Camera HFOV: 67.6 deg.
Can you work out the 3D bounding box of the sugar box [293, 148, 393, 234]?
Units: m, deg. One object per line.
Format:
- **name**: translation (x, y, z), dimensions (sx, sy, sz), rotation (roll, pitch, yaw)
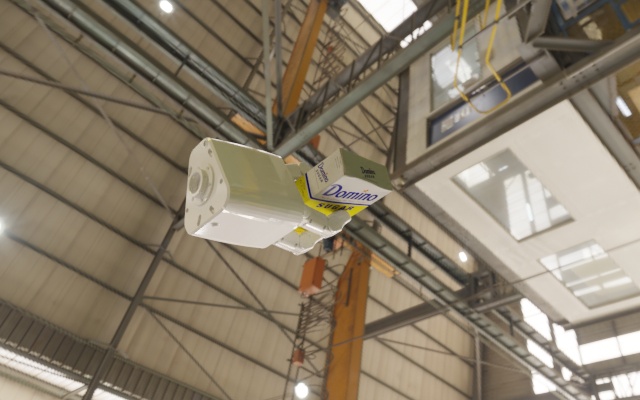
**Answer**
- **sugar box**: translation (0.000, 0.003, 0.643), dimensions (0.093, 0.048, 0.176), rotation (16, -36, -41)
